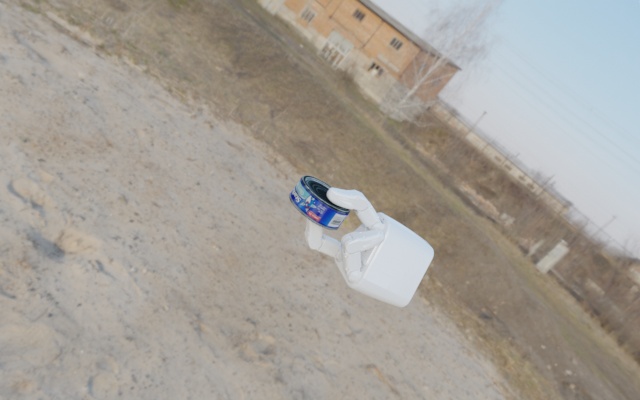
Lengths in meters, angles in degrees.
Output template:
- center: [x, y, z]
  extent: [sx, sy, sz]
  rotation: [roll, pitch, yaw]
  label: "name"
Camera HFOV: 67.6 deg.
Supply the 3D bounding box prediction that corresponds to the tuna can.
- center: [0.000, 0.002, 0.678]
  extent: [0.086, 0.034, 0.086]
  rotation: [32, 18, -12]
  label: "tuna can"
